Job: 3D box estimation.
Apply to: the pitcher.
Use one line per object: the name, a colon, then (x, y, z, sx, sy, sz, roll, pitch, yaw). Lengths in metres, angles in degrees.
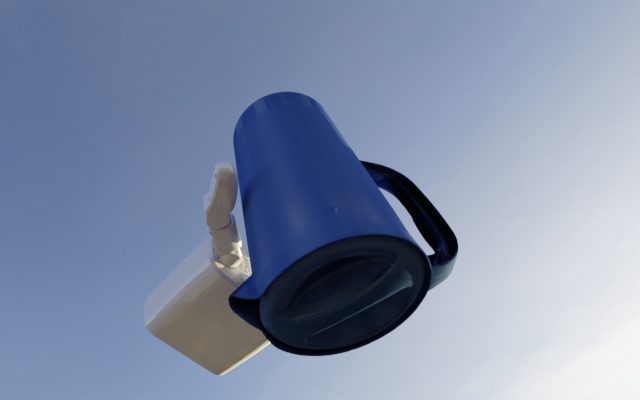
pitcher: (0.000, 0.002, 0.433, 0.149, 0.145, 0.242, 33, 23, -37)
